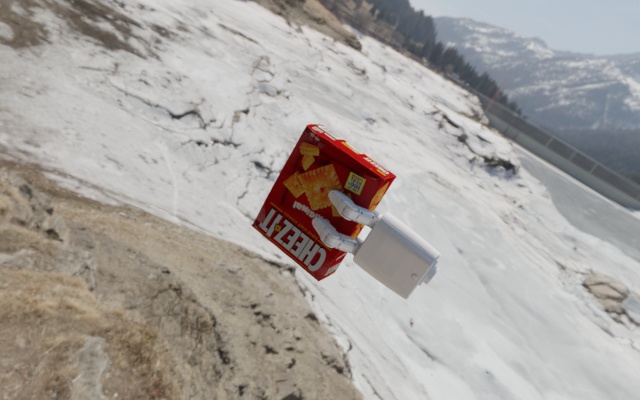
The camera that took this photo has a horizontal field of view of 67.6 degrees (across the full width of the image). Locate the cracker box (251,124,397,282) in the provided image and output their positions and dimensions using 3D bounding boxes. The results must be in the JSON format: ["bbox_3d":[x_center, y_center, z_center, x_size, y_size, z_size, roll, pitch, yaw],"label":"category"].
[{"bbox_3d":[0.000,0.002,0.810,0.164,0.214,0.072,38,21,18],"label":"cracker box"}]
